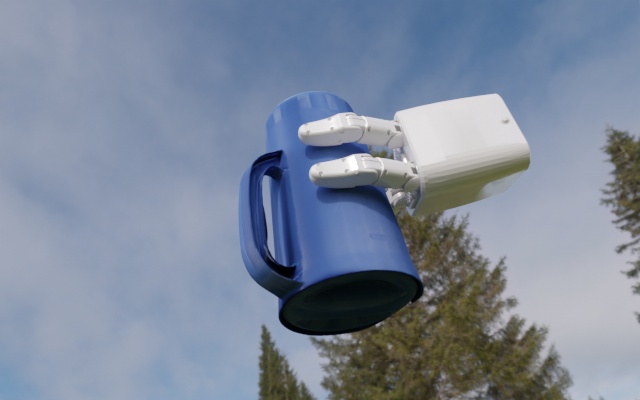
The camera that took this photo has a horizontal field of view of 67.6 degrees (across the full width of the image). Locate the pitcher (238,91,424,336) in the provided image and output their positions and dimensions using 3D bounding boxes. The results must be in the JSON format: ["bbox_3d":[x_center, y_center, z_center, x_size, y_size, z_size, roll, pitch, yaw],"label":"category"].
[{"bbox_3d":[0.000,0.002,0.487,0.145,0.242,0.149,-14,-35,1],"label":"pitcher"}]
